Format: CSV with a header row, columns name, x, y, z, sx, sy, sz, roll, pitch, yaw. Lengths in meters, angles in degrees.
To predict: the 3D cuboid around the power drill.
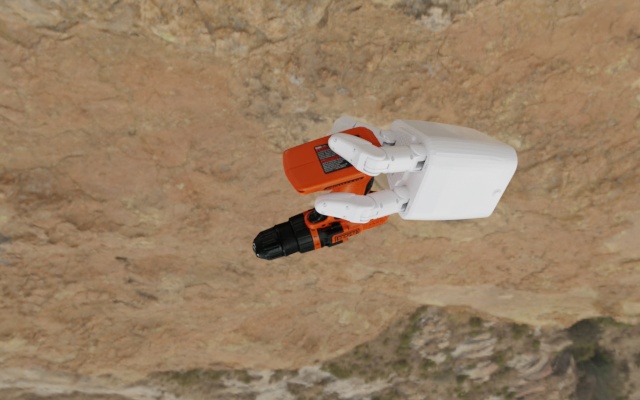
name,x,y,z,sx,sy,sz,roll,pitch,yaw
power drill,0.000,0.002,0.559,0.184,0.057,0.188,-20,-25,-10
